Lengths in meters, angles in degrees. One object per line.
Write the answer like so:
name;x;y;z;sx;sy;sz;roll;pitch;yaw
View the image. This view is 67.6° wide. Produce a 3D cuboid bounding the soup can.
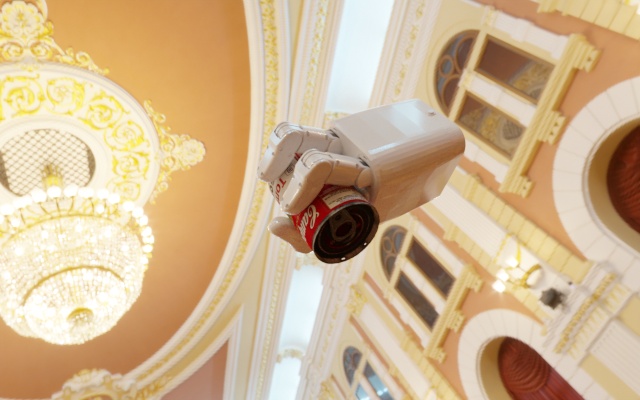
soup can;-0.001;0.002;0.453;0.068;0.068;0.102;0;35;-35
